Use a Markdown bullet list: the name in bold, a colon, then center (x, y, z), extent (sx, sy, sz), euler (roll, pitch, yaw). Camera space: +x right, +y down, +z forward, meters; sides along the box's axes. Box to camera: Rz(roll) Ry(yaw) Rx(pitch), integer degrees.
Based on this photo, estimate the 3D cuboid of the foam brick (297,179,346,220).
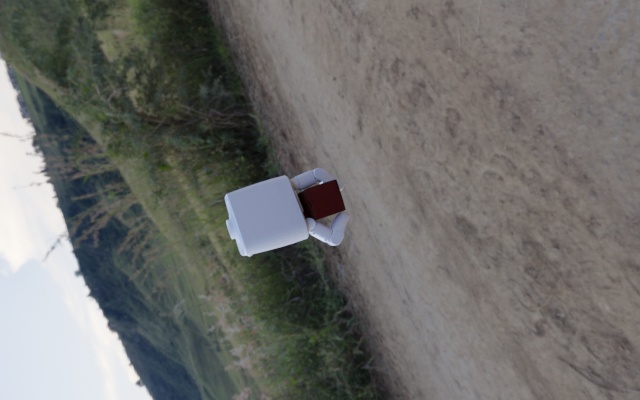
- **foam brick**: center (0.000, 0.002, 0.781), extent (0.051, 0.053, 0.078), euler (-18, -2, -17)
